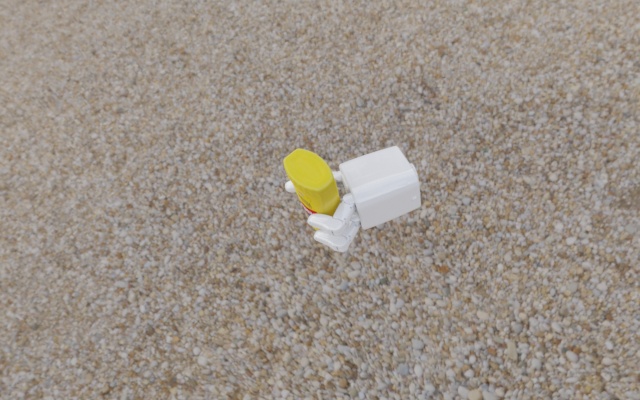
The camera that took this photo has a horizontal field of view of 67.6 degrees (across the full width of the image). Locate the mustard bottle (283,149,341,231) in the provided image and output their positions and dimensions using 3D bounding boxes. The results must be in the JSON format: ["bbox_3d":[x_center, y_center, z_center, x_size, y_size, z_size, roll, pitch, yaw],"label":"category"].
[{"bbox_3d":[0.000,0.003,0.796,0.096,0.058,0.192,41,-16,32],"label":"mustard bottle"}]
